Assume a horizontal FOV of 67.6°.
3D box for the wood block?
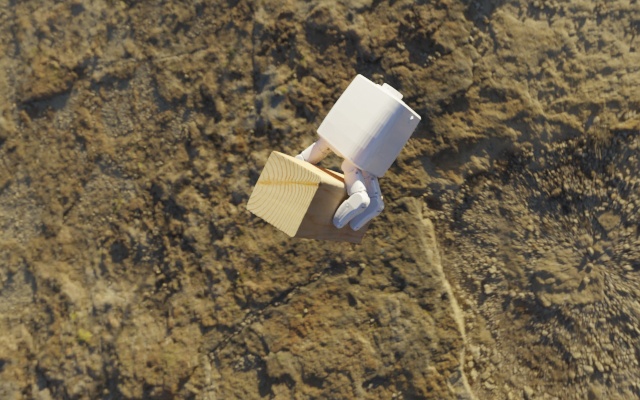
[{"bbox_3d":[0.000,0.002,0.710,0.091,0.090,0.206,30,8,29],"label":"wood block"}]
